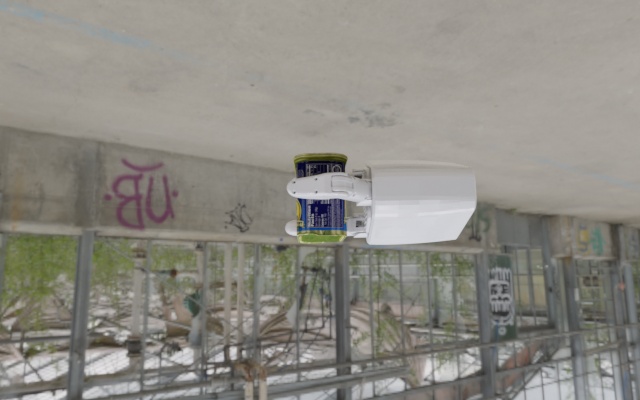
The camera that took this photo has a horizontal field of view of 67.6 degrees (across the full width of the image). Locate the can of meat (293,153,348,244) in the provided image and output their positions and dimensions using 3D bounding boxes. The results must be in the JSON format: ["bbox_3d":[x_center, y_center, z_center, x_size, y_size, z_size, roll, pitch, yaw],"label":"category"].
[{"bbox_3d":[0.000,0.002,0.522,0.057,0.084,0.102,-1,-10,-1],"label":"can of meat"}]
